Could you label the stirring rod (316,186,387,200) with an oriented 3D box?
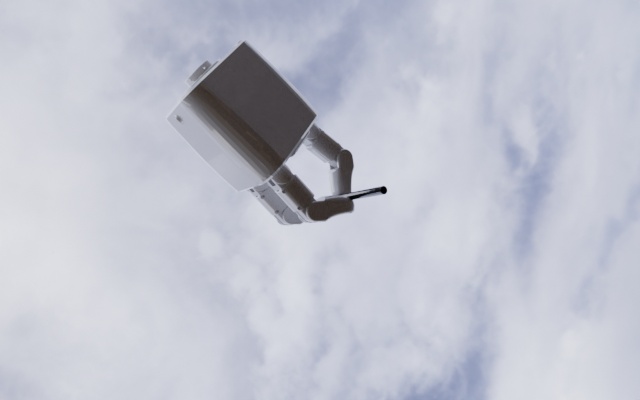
[{"bbox_3d":[0.000,0.002,0.545,0.011,0.011,0.239,0,-5,-29],"label":"stirring rod"}]
